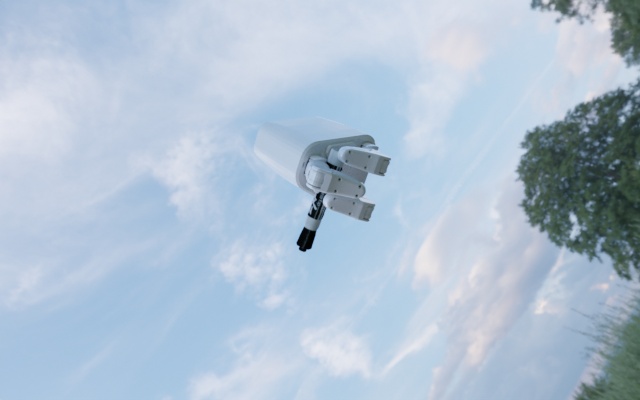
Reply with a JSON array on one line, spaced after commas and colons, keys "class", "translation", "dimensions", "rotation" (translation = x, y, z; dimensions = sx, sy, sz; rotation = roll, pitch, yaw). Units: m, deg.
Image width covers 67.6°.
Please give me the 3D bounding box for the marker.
[{"class": "marker", "translation": [0.000, 0.002, 0.531], "dimensions": [0.020, 0.121, 0.020], "rotation": [20, 12, -5]}]
